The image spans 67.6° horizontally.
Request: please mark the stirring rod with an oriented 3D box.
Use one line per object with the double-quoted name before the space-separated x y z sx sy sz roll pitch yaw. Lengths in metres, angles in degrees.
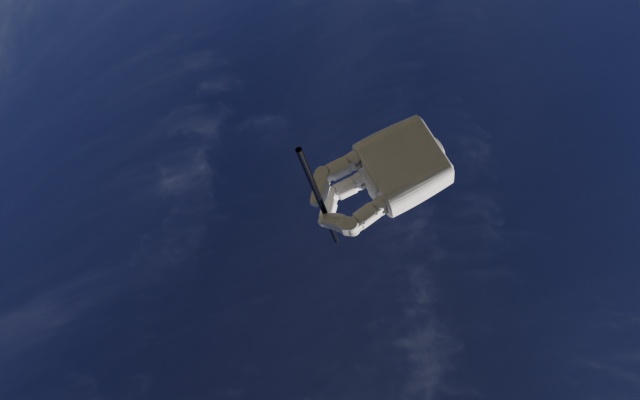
"stirring rod" 0.000 0.002 0.650 0.011 0.011 0.240 0 -30 14
